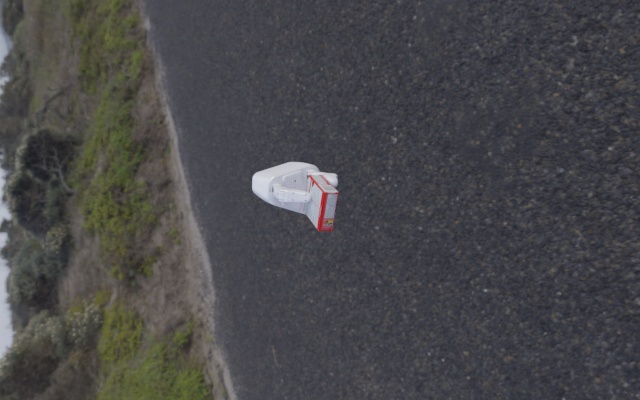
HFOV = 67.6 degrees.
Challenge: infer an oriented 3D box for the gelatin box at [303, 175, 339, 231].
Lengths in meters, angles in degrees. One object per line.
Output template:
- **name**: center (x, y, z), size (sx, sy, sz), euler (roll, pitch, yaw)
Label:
- **gelatin box**: center (0.000, 0.003, 0.839), size (0.030, 0.073, 0.089), euler (1, 22, -21)
